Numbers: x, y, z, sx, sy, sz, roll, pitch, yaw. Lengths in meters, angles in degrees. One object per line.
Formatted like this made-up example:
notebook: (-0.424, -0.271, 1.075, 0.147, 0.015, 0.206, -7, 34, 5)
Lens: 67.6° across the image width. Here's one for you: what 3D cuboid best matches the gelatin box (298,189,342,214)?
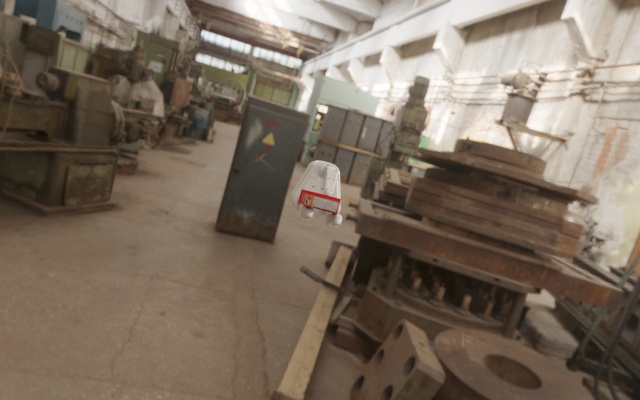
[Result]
gelatin box: (0.000, 0.002, 0.876, 0.073, 0.030, 0.089, 15, 0, 3)
